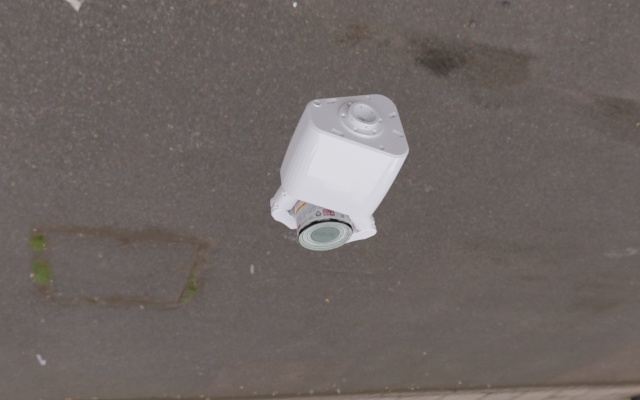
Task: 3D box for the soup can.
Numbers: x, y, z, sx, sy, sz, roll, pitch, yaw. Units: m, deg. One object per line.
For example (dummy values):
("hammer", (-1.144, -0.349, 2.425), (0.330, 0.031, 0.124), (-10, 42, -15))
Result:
("soup can", (0.000, 0.002, 0.593), (0.068, 0.102, 0.069), (-6, -35, -4))
